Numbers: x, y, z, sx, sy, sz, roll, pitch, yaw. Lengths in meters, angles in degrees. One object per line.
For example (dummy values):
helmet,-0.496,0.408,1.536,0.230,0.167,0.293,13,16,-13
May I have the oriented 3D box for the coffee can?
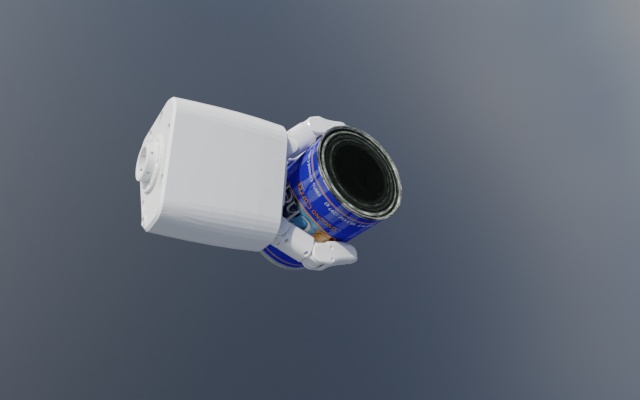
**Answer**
coffee can,0.000,0.002,0.502,0.103,0.102,0.140,0,-25,-39
